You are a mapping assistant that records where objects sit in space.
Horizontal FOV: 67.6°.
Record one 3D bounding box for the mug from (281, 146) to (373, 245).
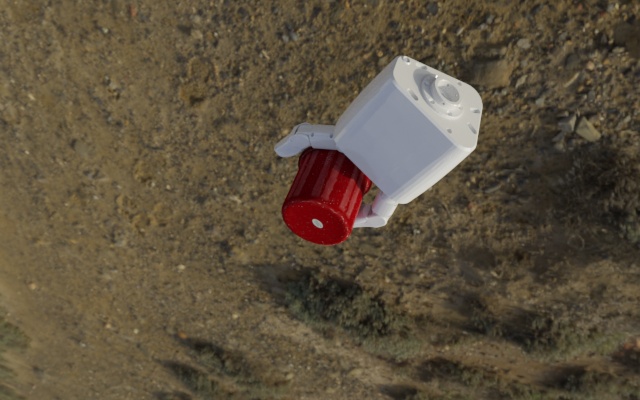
[{"bbox_3d":[-0.001,0.003,0.555,0.093,0.081,0.117,31,-38,-12],"label":"mug"}]
